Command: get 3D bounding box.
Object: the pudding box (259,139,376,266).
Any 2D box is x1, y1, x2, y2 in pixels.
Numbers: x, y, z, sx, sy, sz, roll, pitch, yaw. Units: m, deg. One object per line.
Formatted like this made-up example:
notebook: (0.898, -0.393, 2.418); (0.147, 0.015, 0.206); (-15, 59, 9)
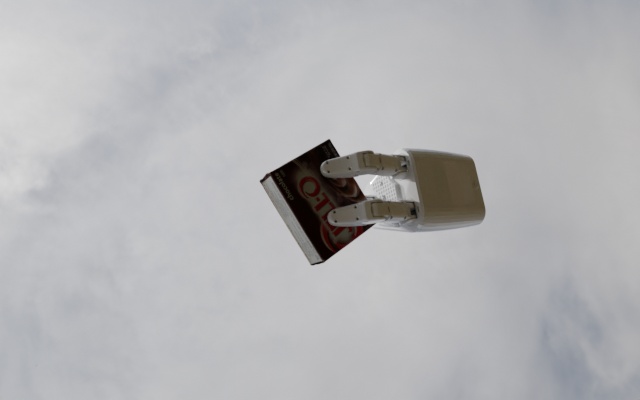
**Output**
pudding box: (0.000, 0.002, 0.530); (0.090, 0.113, 0.039); (-33, 1, -32)
